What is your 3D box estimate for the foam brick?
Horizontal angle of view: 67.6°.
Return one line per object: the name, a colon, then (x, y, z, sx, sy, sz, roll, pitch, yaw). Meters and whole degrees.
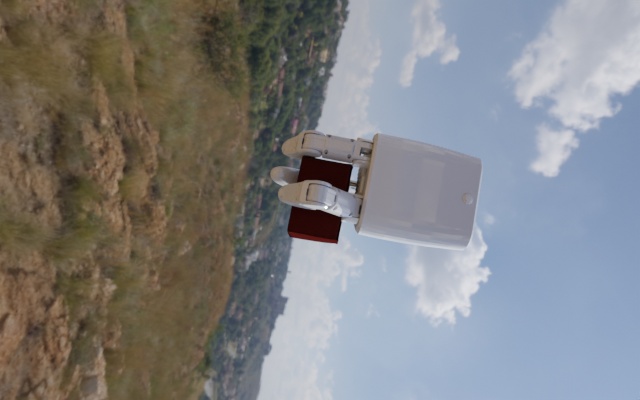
foam brick: (0.000, 0.002, 0.478, 0.051, 0.078, 0.053, 11, -9, 2)
